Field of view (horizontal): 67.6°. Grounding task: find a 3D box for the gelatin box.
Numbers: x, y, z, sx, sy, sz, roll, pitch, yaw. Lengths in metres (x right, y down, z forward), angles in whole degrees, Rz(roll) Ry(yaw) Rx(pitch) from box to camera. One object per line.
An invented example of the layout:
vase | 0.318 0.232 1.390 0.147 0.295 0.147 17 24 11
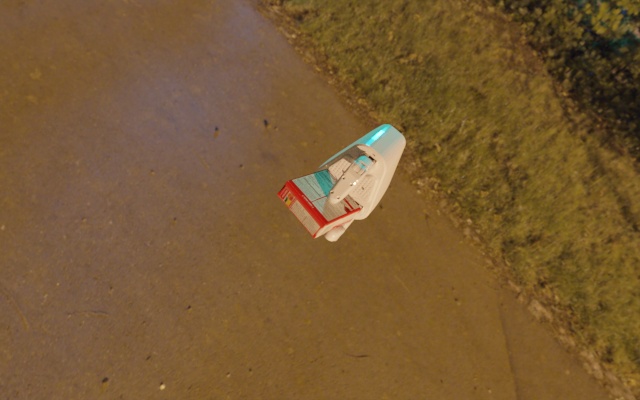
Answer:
gelatin box | 0.000 0.002 0.600 0.089 0.073 0.030 -21 -24 -53
